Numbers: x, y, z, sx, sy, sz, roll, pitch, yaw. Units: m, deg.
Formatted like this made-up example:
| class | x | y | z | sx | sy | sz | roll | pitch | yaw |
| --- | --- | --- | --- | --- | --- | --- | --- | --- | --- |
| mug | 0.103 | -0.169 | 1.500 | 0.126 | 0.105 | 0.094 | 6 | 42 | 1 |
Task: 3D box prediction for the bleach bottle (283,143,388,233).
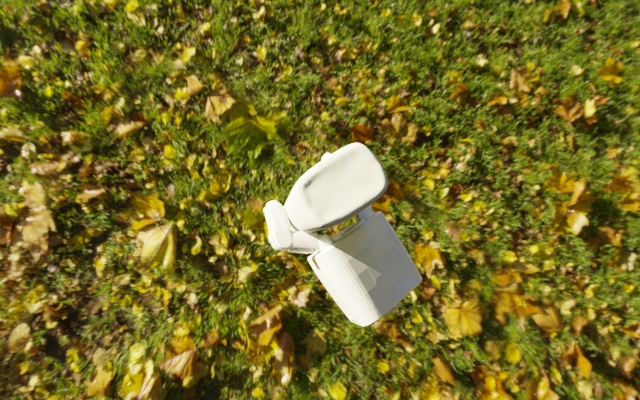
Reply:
| class | x | y | z | sx | sy | sz | roll | pitch | yaw |
| --- | --- | --- | --- | --- | --- | --- | --- | --- | --- |
| bleach bottle | 0.000 | 0.002 | 0.617 | 0.102 | 0.068 | 0.251 | -33 | -1 | -13 |
